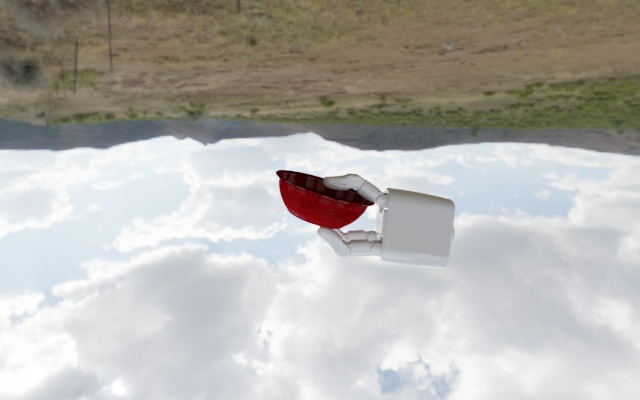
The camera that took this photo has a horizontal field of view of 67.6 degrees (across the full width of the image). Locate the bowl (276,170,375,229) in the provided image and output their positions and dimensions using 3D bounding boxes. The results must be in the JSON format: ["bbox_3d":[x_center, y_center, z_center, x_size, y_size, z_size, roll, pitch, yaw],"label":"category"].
[{"bbox_3d":[-0.001,0.002,0.747,0.162,0.055,0.162,18,11,-4],"label":"bowl"}]
